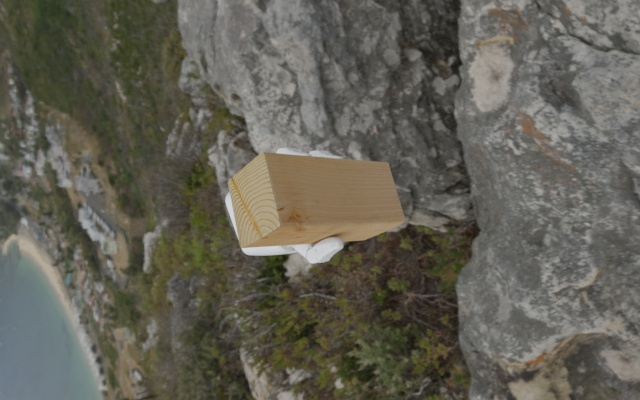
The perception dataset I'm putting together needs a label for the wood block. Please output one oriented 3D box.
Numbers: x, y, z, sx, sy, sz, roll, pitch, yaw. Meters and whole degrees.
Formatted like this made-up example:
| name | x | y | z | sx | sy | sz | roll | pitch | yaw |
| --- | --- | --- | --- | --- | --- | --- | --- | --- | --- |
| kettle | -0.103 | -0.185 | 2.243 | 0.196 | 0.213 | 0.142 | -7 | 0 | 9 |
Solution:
| name | x | y | z | sx | sy | sz | roll | pitch | yaw |
| --- | --- | --- | --- | --- | --- | --- | --- | --- | --- |
| wood block | 0.000 | 0.002 | 0.613 | 0.206 | 0.090 | 0.090 | 0 | -20 | -40 |
